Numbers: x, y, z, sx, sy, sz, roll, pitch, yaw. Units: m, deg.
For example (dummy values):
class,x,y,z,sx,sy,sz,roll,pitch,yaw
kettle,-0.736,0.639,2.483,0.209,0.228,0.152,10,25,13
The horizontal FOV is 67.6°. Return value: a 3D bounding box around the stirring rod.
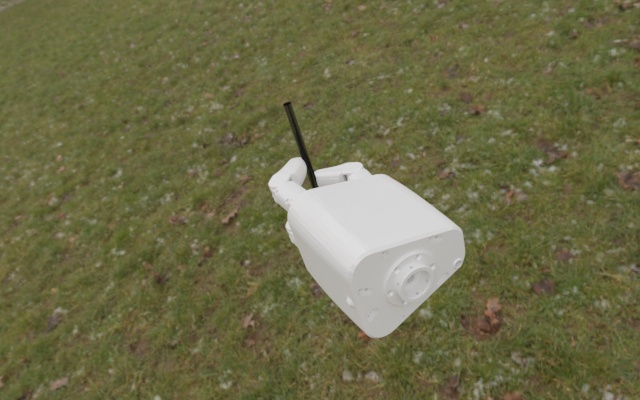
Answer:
class,x,y,z,sx,sy,sz,roll,pitch,yaw
stirring rod,0.000,0.002,0.527,0.011,0.240,0.011,-13,34,9
